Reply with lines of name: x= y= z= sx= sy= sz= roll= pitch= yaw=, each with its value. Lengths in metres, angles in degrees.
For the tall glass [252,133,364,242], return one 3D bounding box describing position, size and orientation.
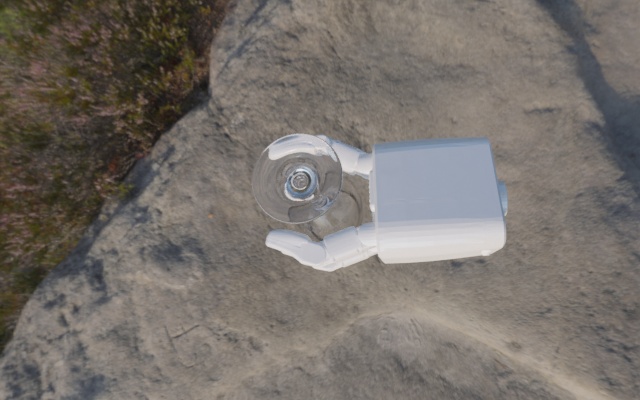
tall glass: x=0.000 y=0.001 z=0.472 sx=0.079 sy=0.079 sz=0.201 roll=0 pitch=-11 yaw=11
